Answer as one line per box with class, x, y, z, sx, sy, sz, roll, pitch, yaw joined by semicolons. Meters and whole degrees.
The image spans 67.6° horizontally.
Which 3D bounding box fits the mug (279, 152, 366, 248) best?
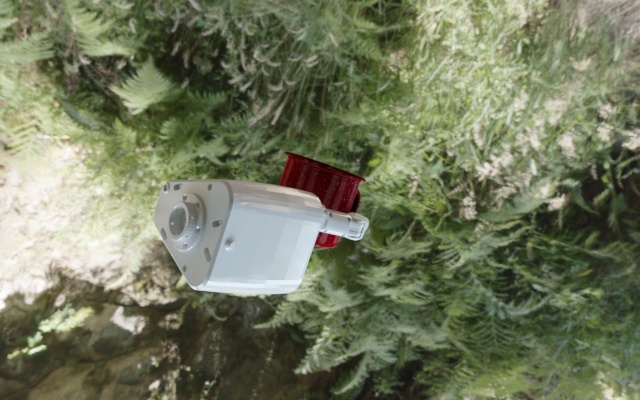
mug;0.001;0.002;0.529;0.093;0.081;0.117;25;9;41
